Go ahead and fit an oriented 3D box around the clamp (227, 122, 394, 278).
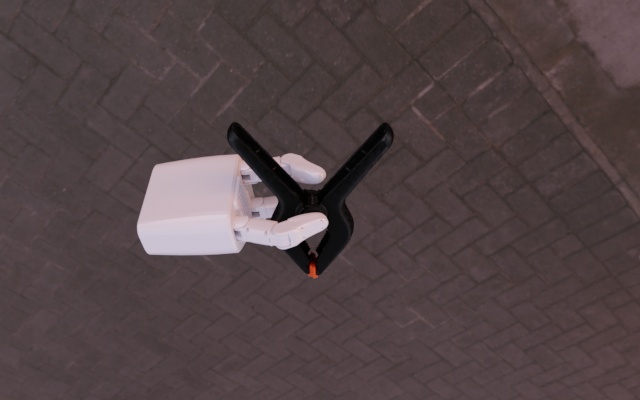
[{"bbox_3d":[0.000,0.003,0.524,0.164,0.210,0.036,-4,37,6],"label":"clamp"}]
